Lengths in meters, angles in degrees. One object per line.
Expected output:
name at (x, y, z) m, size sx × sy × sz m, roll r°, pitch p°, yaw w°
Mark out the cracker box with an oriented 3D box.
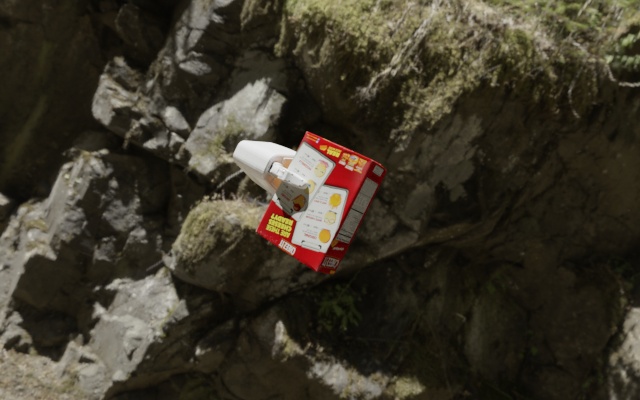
cracker box at (0.000, 0.003, 0.871) m, size 0.164 × 0.214 × 0.072 m, roll 28°, pitch 3°, yaw 36°
